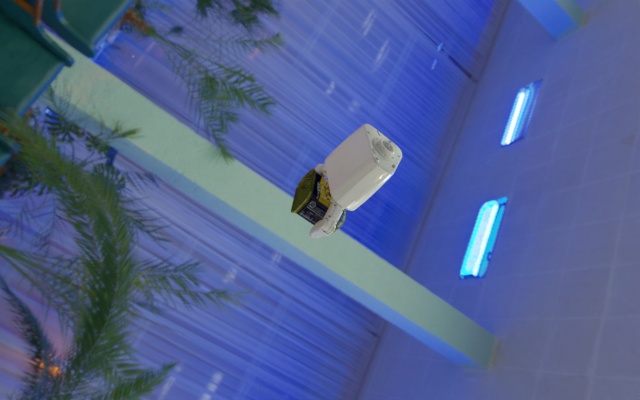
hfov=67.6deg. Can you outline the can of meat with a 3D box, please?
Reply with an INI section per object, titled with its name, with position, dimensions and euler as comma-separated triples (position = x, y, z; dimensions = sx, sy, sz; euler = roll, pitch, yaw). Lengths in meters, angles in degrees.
[can of meat]
position = 0.000, 0.003, 0.873
dimensions = 0.084, 0.102, 0.057
euler = 35, -57, -18
